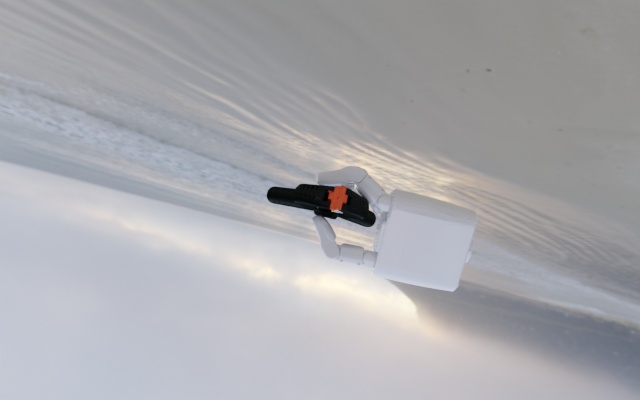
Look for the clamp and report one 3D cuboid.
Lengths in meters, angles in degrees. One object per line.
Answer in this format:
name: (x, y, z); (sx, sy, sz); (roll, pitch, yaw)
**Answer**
clamp: (0.000, 0.003, 0.620); (0.164, 0.036, 0.210); (13, -5, 2)
